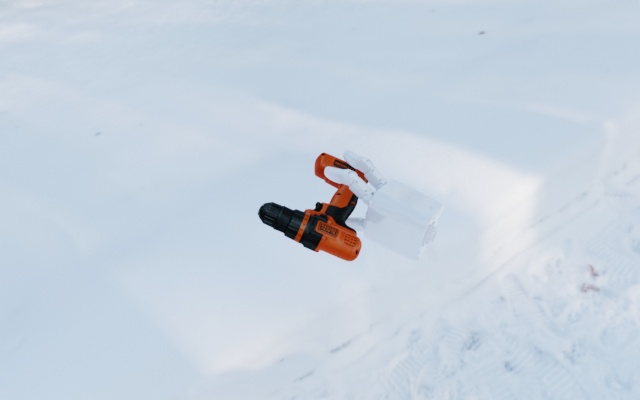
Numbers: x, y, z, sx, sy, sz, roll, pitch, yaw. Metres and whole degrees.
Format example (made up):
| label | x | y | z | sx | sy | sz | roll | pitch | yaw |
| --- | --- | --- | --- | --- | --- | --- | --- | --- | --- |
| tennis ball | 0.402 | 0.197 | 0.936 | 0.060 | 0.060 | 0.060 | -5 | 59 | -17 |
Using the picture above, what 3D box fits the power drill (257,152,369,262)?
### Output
| label | x | y | z | sx | sy | sz | roll | pitch | yaw |
| --- | --- | --- | --- | --- | --- | --- | --- | --- | --- |
| power drill | 0.001 | 0.003 | 0.848 | 0.184 | 0.187 | 0.057 | 25 | -38 | -5 |
